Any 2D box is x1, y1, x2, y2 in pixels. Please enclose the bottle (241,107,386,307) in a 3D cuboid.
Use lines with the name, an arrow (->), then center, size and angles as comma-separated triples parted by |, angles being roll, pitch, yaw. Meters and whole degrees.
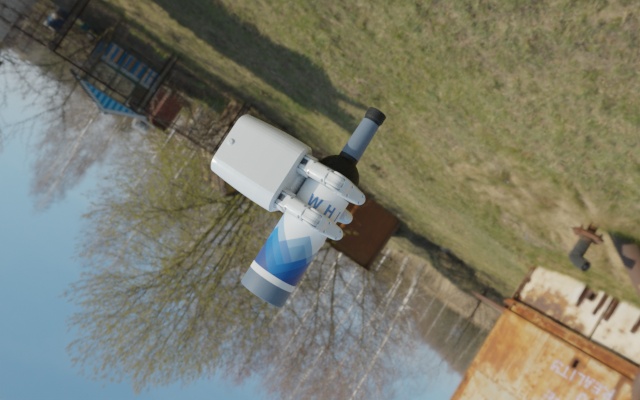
bottle -> 0.000, 0.002, 0.651 | 0.069, 0.295, 0.069 | 33, -3, 2
